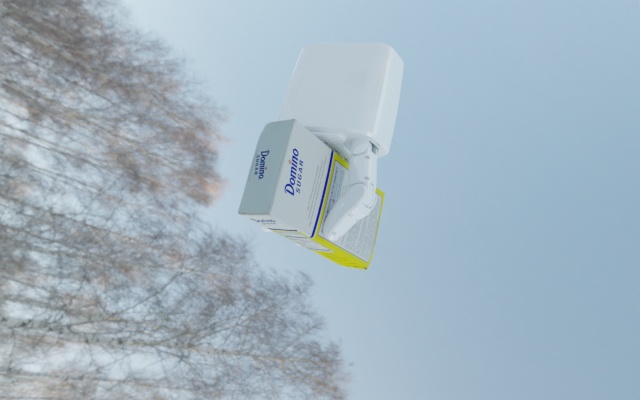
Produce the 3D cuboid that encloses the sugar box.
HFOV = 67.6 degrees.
[{"bbox_3d":[0.000,0.001,0.481,0.048,0.093,0.176,-1,-23,39],"label":"sugar box"}]
